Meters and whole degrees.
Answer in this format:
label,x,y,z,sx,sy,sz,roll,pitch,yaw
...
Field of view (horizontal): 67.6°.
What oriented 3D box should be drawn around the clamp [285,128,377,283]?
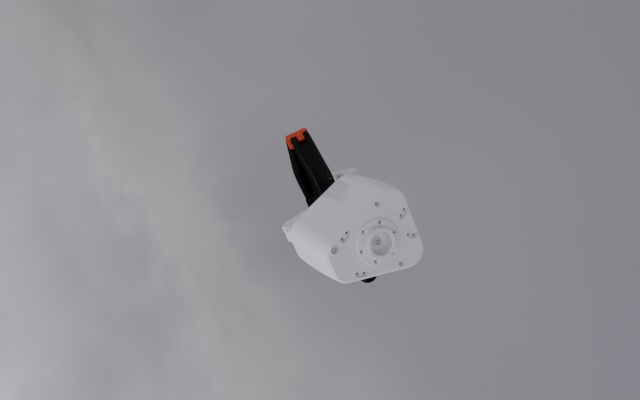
label,x,y,z,sx,sy,sz,roll,pitch,yaw
clamp,-0.001,0.002,0.655,0.036,0.210,0.164,-29,17,-16
